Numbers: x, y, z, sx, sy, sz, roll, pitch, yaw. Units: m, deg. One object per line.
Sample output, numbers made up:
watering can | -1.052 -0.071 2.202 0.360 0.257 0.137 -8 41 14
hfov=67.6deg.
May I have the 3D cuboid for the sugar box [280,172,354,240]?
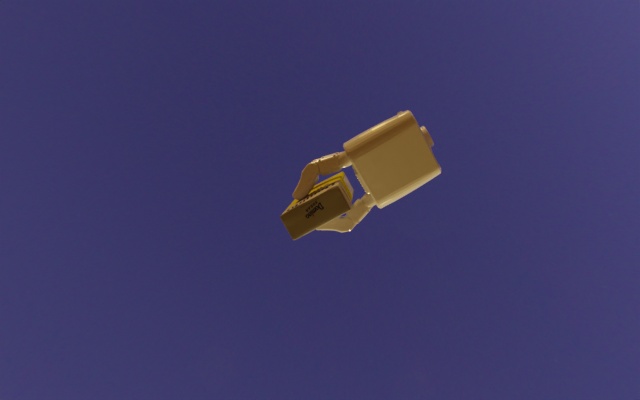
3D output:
sugar box | 0.000 0.002 0.726 0.093 0.048 0.176 -29 4 9
